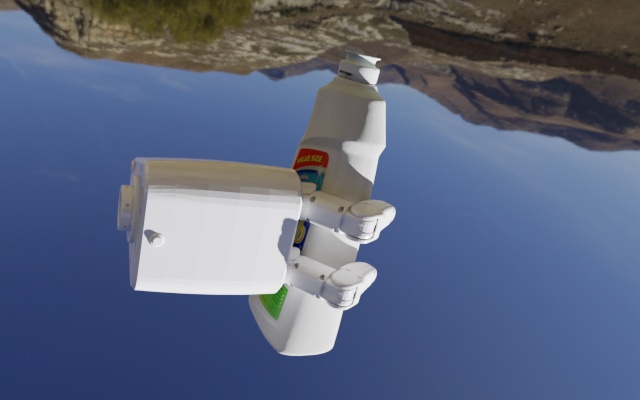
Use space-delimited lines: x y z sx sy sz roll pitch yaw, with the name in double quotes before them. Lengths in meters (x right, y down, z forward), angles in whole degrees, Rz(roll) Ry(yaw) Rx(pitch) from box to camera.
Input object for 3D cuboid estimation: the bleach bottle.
"bleach bottle" 0.000 0.001 0.409 0.068 0.251 0.102 5 20 -26
